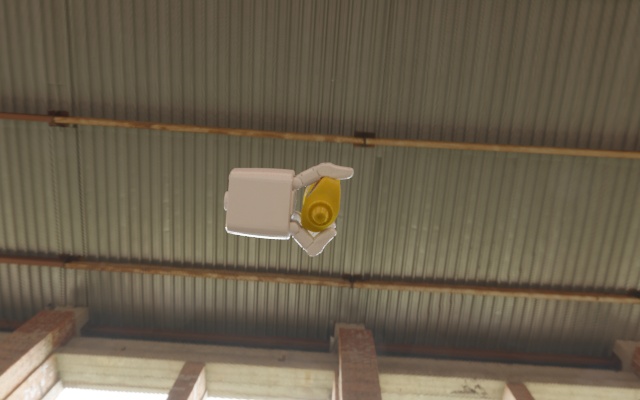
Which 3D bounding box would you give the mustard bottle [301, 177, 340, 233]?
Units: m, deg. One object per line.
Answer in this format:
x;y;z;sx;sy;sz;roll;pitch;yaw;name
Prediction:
0.000;0.003;0.816;0.058;0.096;0.191;28;13;-6;mustard bottle
